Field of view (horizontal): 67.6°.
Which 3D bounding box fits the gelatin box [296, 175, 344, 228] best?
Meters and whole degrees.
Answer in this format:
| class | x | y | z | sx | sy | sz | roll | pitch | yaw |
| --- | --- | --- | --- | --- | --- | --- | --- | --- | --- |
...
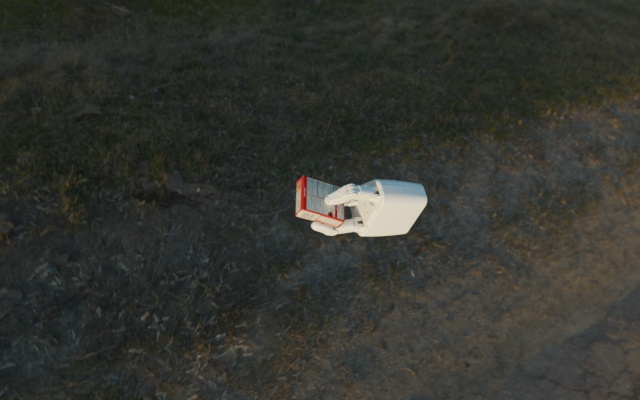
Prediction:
| class | x | y | z | sx | sy | sz | roll | pitch | yaw |
| --- | --- | --- | --- | --- | --- | --- | --- | --- | --- |
| gelatin box | 0.000 | 0.003 | 0.857 | 0.089 | 0.073 | 0.030 | 17 | -35 | -25 |
